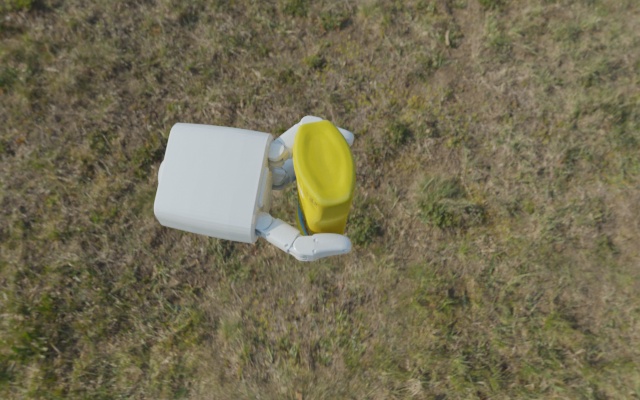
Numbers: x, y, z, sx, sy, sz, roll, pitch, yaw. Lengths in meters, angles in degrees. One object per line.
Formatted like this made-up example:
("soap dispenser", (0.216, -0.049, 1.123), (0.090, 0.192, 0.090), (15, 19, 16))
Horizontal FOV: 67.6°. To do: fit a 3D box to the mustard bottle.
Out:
("mustard bottle", (0.000, 0.002, 0.538), (0.058, 0.096, 0.192), (-12, -25, -8))
